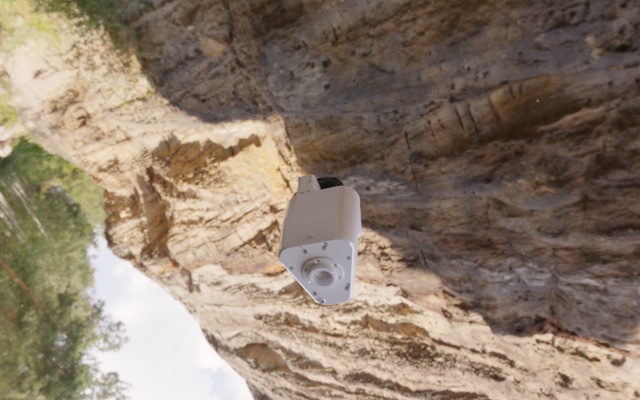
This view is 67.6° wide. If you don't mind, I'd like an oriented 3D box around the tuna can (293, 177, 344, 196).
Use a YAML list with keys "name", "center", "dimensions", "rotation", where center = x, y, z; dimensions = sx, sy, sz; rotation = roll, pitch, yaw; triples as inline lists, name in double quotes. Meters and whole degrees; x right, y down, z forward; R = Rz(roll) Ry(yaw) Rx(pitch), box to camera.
- name: "tuna can"
  center: [0.000, 0.003, 0.736]
  dimensions: [0.086, 0.034, 0.086]
  rotation: [-16, 34, 11]
